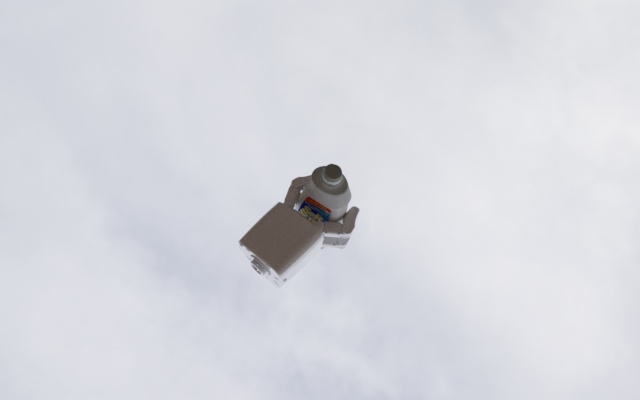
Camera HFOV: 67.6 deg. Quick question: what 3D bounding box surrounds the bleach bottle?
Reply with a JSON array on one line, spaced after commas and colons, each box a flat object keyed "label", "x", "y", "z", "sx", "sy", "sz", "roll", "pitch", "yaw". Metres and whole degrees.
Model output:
[{"label": "bleach bottle", "x": 0.000, "y": 0.003, "z": 0.858, "sx": 0.102, "sy": 0.068, "sz": 0.251, "roll": 41, "pitch": -23, "yaw": 12}]
